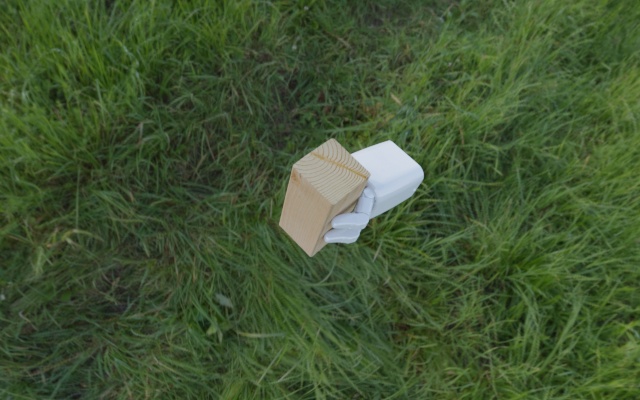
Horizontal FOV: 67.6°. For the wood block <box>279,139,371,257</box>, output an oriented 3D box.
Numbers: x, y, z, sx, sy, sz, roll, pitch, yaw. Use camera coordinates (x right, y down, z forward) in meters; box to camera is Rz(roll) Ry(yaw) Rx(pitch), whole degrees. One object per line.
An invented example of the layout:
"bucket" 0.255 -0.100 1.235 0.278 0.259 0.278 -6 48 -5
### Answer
"wood block" 0.000 0.002 0.815 0.090 0.091 0.206 -38 -16 -27
